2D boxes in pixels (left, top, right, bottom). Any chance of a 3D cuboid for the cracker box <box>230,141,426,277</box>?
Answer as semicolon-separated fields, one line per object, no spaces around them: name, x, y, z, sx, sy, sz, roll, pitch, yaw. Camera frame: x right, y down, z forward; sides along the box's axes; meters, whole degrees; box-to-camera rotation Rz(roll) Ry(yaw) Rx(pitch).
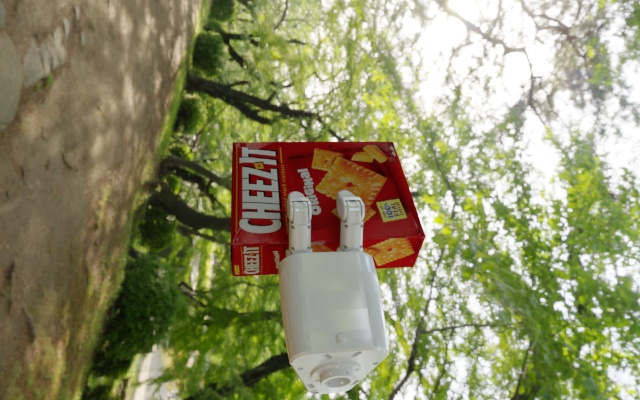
cracker box;0.000;0.002;0.580;0.214;0.164;0.072;-1;-42;-9
